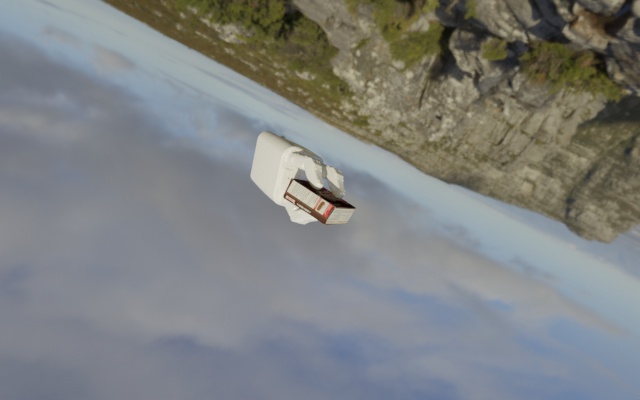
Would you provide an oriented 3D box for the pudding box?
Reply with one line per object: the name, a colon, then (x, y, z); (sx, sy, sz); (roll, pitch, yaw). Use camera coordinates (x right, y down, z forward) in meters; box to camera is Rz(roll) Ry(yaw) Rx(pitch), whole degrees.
pudding box: (0.000, 0.003, 0.798); (0.090, 0.039, 0.113); (32, 12, 18)
